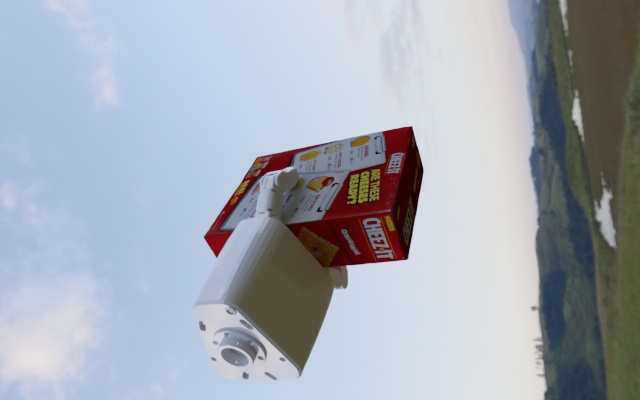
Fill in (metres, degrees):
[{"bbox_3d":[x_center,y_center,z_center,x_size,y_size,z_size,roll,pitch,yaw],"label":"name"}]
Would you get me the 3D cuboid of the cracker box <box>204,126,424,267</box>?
[{"bbox_3d":[0.000,0.002,0.543,0.214,0.072,0.164,-8,34,24],"label":"cracker box"}]
